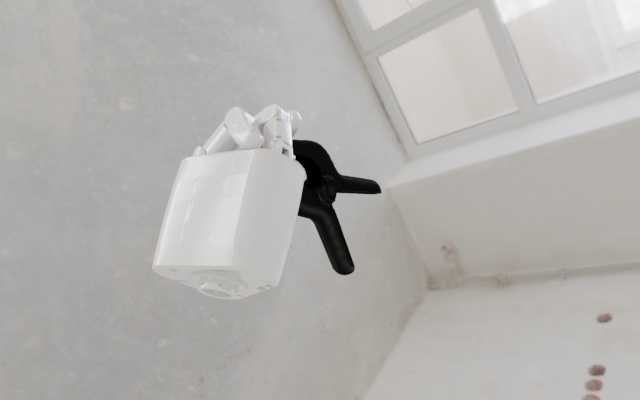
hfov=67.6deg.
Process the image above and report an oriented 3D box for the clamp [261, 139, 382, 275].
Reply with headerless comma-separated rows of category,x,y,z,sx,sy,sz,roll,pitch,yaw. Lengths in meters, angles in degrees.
clamp,0.000,0.001,0.502,0.039,0.120,0.171,-14,-34,43
